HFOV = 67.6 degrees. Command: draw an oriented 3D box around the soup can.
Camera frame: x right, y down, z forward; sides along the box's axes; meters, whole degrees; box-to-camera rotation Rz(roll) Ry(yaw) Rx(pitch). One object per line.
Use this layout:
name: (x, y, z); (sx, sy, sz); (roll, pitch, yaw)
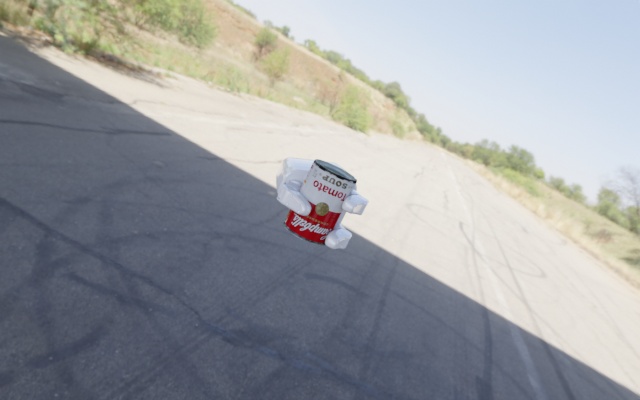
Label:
soup can: (0.000, 0.002, 0.665); (0.068, 0.102, 0.068); (25, 13, -6)
